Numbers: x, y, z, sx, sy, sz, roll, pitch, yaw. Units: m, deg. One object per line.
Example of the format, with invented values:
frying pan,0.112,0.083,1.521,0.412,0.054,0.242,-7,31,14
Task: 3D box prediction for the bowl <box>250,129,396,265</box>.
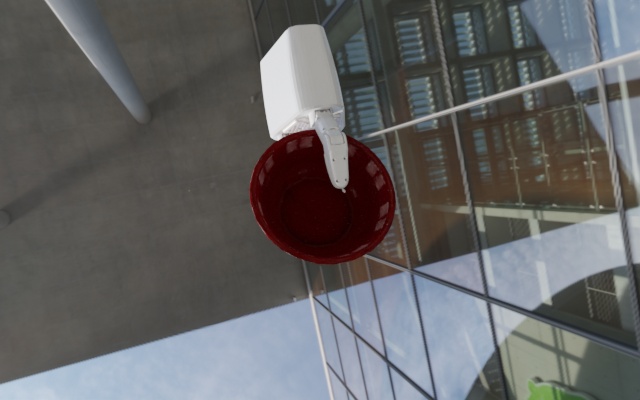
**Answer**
bowl,0.000,0.003,0.541,0.162,0.162,0.055,0,-24,-11
